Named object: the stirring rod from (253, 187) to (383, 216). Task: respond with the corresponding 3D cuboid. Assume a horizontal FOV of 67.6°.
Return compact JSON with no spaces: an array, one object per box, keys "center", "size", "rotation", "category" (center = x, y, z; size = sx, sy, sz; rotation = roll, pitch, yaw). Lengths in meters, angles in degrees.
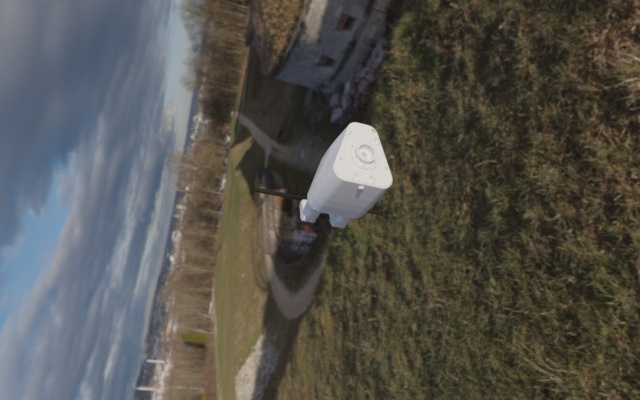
[{"center":[0.000,0.003,0.837],"size":[0.239,0.011,0.011],"rotation":[11,-3,-17],"category":"stirring rod"}]
